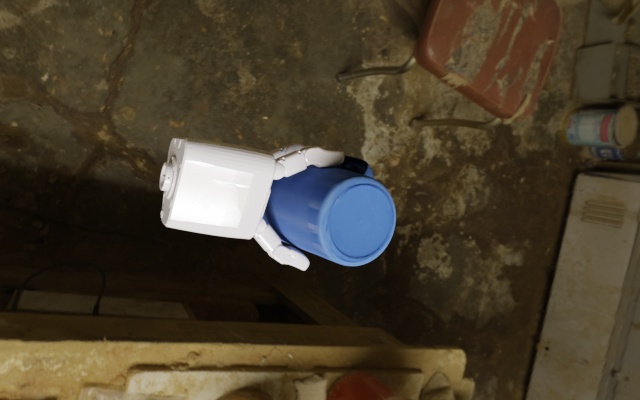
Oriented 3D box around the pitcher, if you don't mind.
[{"bbox_3d":[0.000,0.002,0.655,0.145,0.149,0.243,11,3,-29],"label":"pitcher"}]
